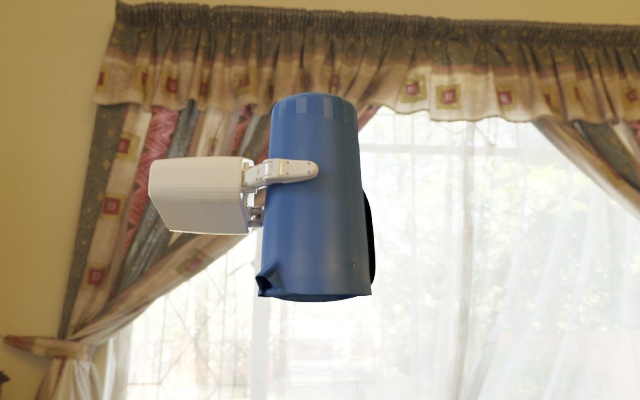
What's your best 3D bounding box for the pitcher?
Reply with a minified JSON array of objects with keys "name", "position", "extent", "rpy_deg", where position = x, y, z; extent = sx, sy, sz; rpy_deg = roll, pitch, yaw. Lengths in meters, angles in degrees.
[{"name":"pitcher","position":[0.000,0.002,0.586],"extent":[0.145,0.242,0.149],"rpy_deg":[0,-13,1]}]
